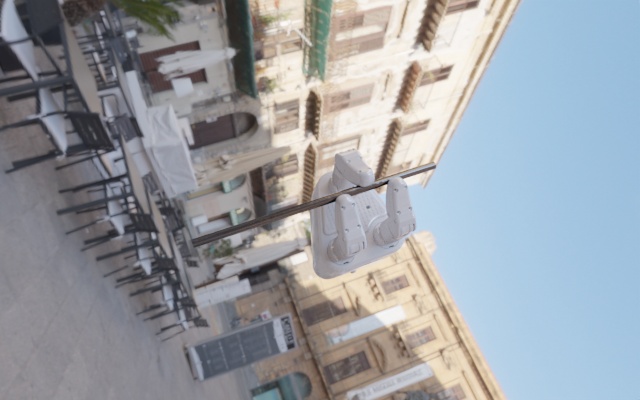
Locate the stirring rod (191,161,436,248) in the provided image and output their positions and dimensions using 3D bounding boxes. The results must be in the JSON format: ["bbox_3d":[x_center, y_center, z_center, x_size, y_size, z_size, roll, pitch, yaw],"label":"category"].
[{"bbox_3d":[0.000,0.001,0.443,0.239,0.011,0.011,-18,4,-13],"label":"stirring rod"}]
